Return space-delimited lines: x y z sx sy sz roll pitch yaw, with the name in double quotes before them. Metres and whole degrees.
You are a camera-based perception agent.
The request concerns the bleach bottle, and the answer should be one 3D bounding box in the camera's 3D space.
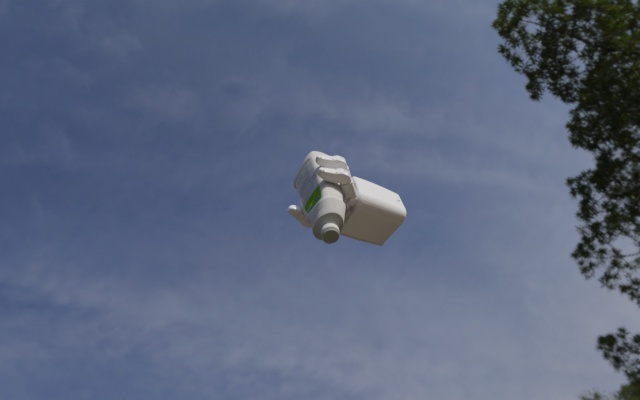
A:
"bleach bottle" 0.000 0.003 0.897 0.068 0.103 0.250 19 27 -18
